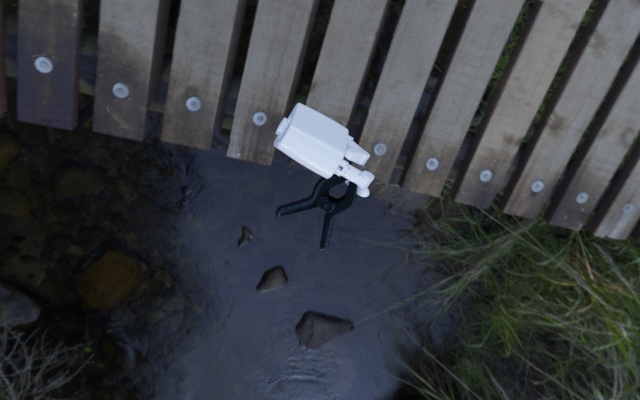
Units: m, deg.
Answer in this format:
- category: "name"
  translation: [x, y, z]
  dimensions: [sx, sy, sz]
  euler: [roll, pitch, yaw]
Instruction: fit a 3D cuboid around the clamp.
- category: "clamp"
  translation: [0.000, 0.003, 0.879]
  dimensions: [0.120, 0.171, 0.039]
  euler: [29, 19, -13]
